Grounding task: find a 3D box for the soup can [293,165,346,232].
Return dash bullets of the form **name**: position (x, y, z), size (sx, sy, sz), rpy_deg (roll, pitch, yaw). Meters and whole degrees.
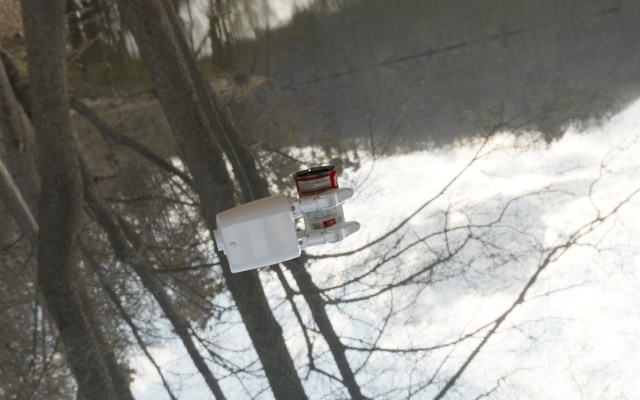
- **soup can**: position (0.001, 0.003, 0.752), size (0.068, 0.102, 0.068), rpy_deg (-11, 14, 3)
